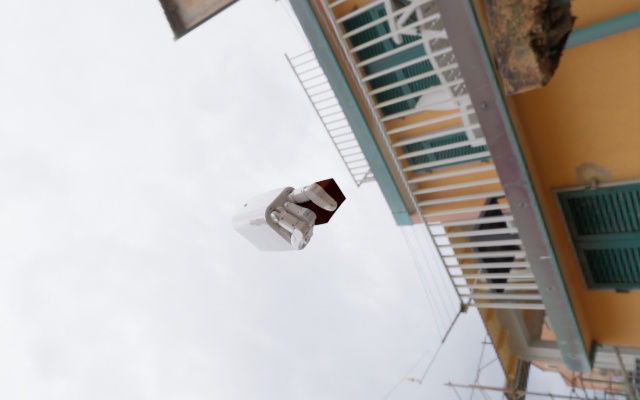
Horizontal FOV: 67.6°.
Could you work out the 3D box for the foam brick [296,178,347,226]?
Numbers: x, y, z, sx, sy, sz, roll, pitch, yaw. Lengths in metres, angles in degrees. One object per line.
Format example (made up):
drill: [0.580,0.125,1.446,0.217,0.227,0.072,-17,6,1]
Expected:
foam brick: [0.000,0.003,0.879,0.051,0.053,0.078,-13,27,43]
